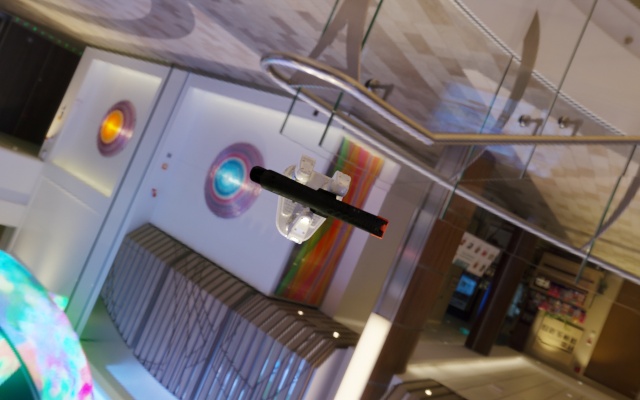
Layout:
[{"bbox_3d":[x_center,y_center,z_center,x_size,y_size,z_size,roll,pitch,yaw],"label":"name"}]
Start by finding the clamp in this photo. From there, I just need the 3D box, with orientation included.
[{"bbox_3d":[0.000,0.003,0.649,0.210,0.036,0.164,23,1,-8],"label":"clamp"}]
